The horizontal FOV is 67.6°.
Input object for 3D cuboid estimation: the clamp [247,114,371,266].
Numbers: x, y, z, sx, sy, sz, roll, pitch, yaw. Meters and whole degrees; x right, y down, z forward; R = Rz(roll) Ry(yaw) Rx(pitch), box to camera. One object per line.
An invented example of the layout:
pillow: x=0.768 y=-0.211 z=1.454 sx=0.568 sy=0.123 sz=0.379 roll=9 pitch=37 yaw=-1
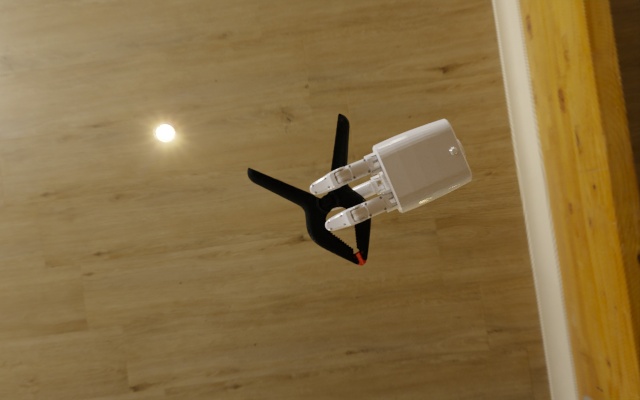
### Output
clamp: x=0.001 y=0.003 z=0.684 sx=0.164 sy=0.210 sz=0.036 roll=-23 pitch=-2 yaw=6
